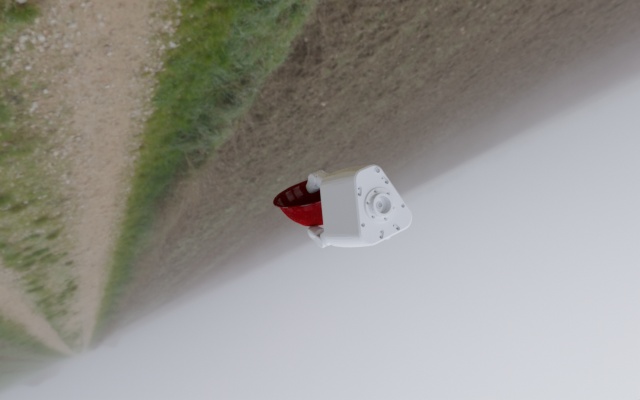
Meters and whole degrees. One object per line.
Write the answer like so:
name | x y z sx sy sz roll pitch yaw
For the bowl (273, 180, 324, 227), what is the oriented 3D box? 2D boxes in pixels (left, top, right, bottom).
bowl | 0.000 0.003 0.851 0.162 0.055 0.162 -15 17 5
